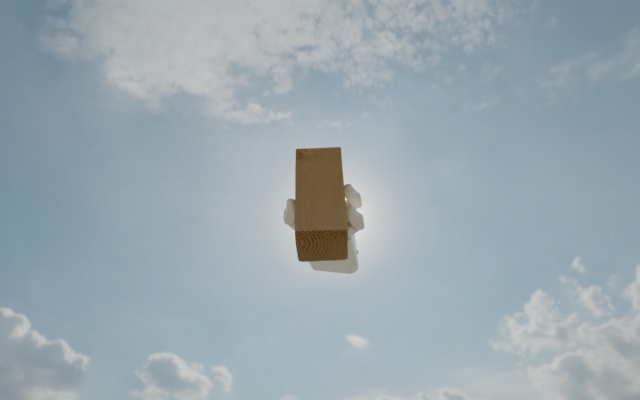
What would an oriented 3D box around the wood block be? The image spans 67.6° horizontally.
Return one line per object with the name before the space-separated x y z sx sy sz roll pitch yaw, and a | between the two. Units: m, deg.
wood block | 0.000 0.003 0.888 0.091 0.206 0.090 -3 -42 1
